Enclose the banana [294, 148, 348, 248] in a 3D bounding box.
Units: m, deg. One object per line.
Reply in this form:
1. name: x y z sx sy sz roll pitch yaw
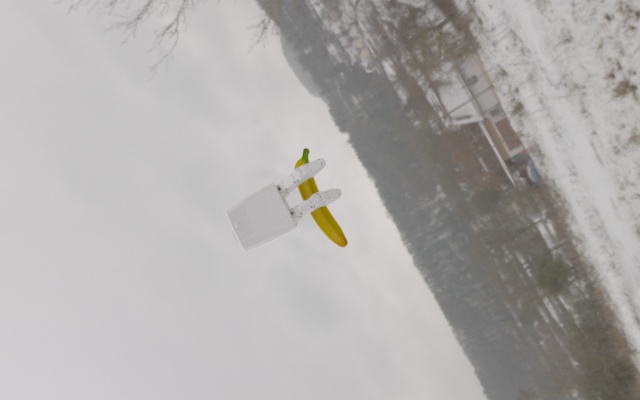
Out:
1. banana: -0.007 0.002 0.909 0.037 0.198 0.069 -25 2 -18
